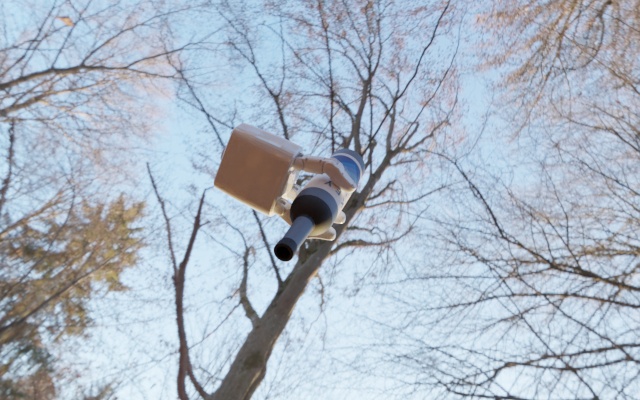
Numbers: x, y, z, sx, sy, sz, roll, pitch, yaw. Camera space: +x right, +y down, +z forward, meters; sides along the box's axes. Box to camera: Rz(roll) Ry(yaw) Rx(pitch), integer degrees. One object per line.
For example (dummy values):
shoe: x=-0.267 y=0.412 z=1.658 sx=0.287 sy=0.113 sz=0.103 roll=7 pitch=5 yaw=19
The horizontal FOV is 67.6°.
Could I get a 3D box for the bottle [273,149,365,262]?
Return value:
bottle: x=0.000 y=0.002 z=0.722 sx=0.069 sy=0.069 sz=0.295 roll=0 pitch=26 yaw=21
